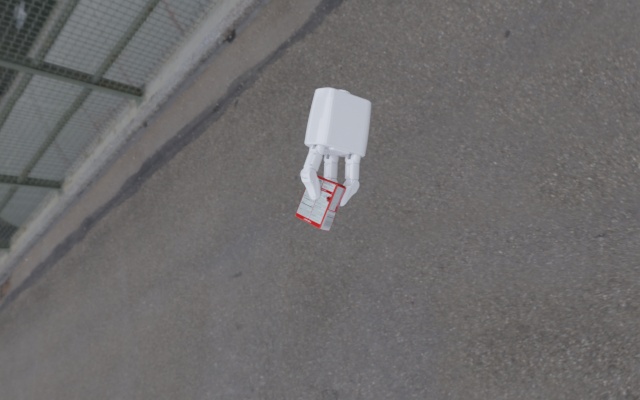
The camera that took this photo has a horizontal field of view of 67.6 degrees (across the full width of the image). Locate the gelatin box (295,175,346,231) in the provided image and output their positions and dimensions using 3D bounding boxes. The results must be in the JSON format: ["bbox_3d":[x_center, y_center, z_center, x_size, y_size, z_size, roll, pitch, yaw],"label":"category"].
[{"bbox_3d":[0.000,0.003,0.884,0.073,0.089,0.030,24,3,44],"label":"gelatin box"}]
